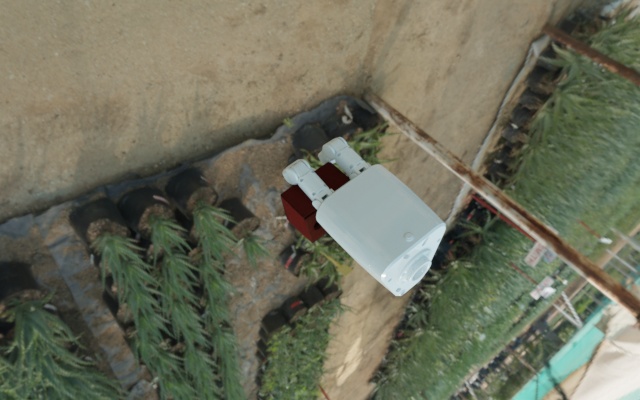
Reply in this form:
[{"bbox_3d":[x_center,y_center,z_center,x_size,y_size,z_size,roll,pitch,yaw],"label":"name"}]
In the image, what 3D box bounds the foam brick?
[{"bbox_3d":[0.000,0.002,0.574,0.078,0.051,0.053,-35,-34,-16],"label":"foam brick"}]
